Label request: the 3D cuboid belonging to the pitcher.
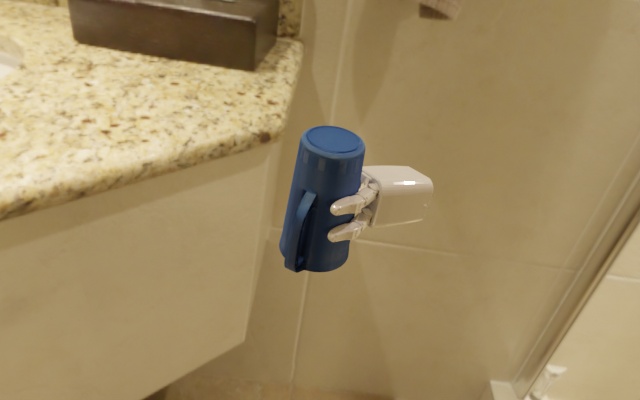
[{"bbox_3d":[0.000,0.003,0.831,0.145,0.243,0.149,-4,37,-19],"label":"pitcher"}]
